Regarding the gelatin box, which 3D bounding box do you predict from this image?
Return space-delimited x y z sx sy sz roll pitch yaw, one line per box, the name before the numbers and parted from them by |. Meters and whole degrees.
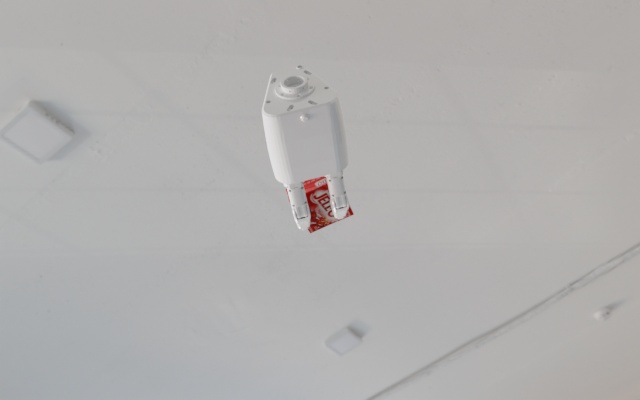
gelatin box | 0.000 0.002 0.696 0.073 0.030 0.089 -24 -41 5
